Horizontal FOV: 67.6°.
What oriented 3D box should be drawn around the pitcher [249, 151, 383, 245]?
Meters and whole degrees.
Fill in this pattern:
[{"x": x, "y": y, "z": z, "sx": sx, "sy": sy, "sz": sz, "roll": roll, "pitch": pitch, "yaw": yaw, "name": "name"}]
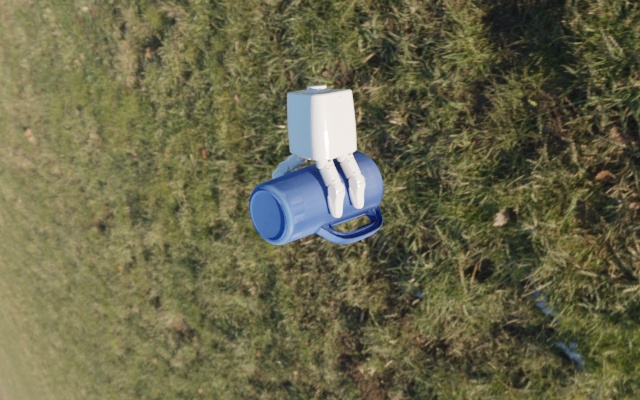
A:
[{"x": 0.000, "y": 0.003, "z": 0.866, "sx": 0.149, "sy": 0.145, "sz": 0.243, "roll": 13, "pitch": 24, "yaw": 41, "name": "pitcher"}]
